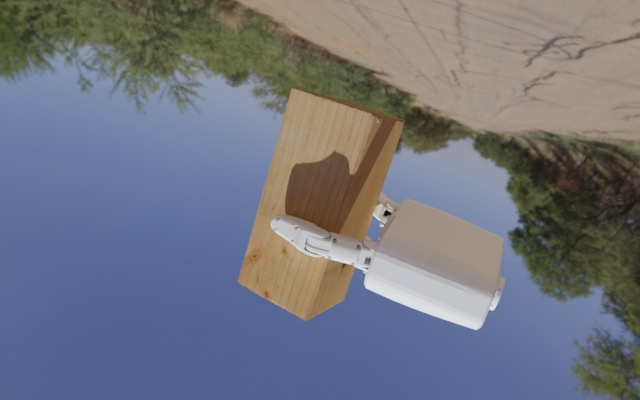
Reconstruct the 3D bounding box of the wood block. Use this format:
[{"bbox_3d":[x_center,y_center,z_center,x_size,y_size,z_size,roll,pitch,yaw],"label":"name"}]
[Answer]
[{"bbox_3d":[0.000,0.002,0.488,0.090,0.206,0.091,24,15,25],"label":"wood block"}]
